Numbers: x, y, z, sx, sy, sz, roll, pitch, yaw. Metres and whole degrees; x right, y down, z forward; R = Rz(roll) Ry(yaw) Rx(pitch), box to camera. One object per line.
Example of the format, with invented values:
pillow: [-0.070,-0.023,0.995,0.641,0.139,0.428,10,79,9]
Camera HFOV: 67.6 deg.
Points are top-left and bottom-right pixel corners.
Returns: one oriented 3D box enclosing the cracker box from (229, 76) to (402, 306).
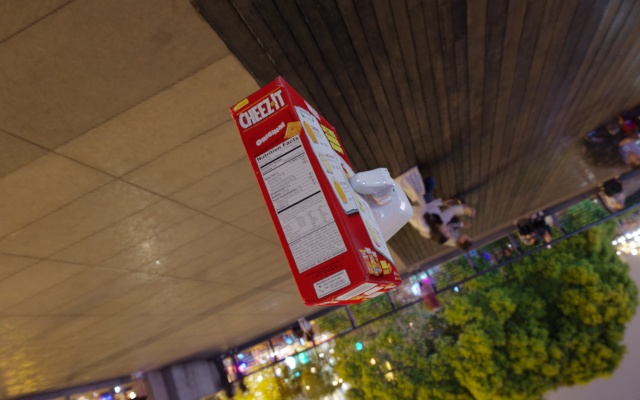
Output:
cracker box: [0.000,0.002,0.504,0.072,0.213,0.164,-27,-18,13]
